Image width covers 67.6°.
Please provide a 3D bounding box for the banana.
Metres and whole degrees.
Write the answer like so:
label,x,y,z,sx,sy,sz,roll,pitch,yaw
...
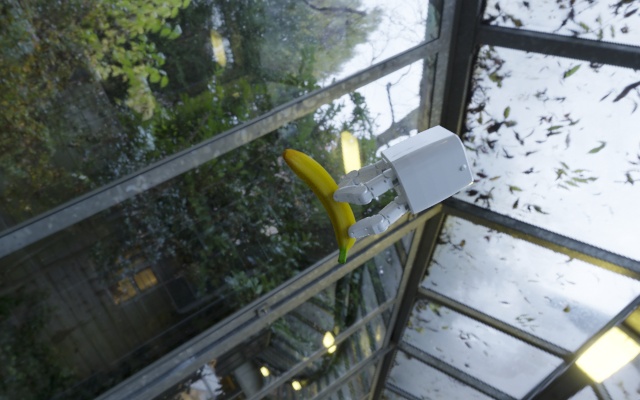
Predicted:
label,x,y,z,sx,sy,sz,roll,pitch,yaw
banana,0.009,-0.002,0.744,0.037,0.198,0.069,-23,12,32
